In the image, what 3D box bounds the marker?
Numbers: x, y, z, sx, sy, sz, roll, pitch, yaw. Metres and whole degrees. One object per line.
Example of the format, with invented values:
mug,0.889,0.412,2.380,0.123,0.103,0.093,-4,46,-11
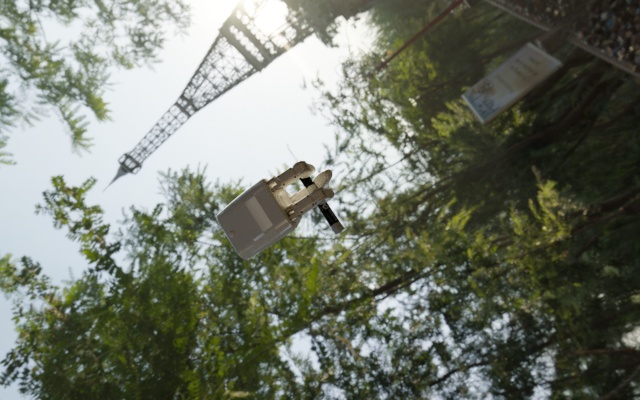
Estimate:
marker,0.000,0.003,0.807,0.020,0.121,0.020,-32,-11,-7
